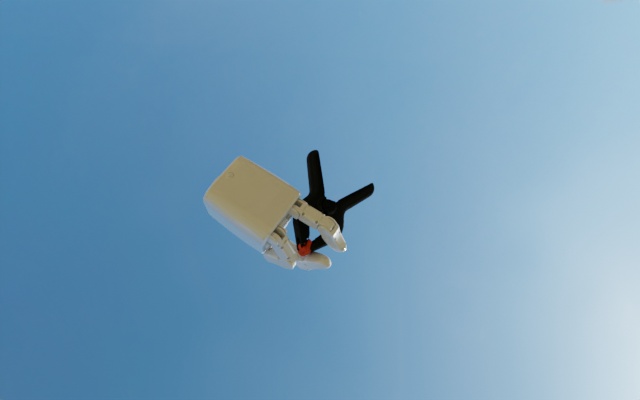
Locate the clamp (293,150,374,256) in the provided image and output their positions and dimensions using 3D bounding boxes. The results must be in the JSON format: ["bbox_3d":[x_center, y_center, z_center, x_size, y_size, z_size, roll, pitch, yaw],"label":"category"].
[{"bbox_3d":[0.000,0.003,0.730,0.120,0.171,0.039,34,-33,2],"label":"clamp"}]
